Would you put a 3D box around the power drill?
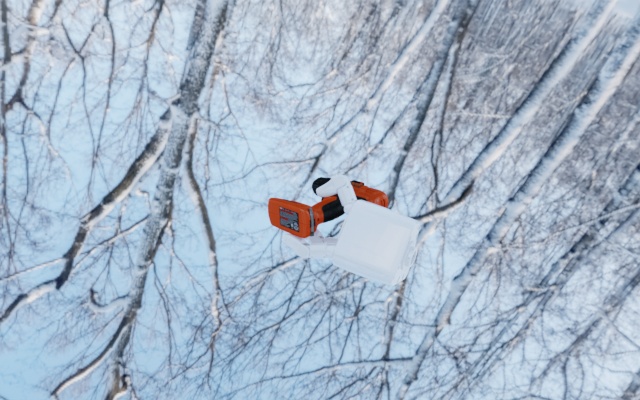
[{"bbox_3d":[0.000,0.003,0.867,0.187,0.057,0.184,-20,23,-38],"label":"power drill"}]
